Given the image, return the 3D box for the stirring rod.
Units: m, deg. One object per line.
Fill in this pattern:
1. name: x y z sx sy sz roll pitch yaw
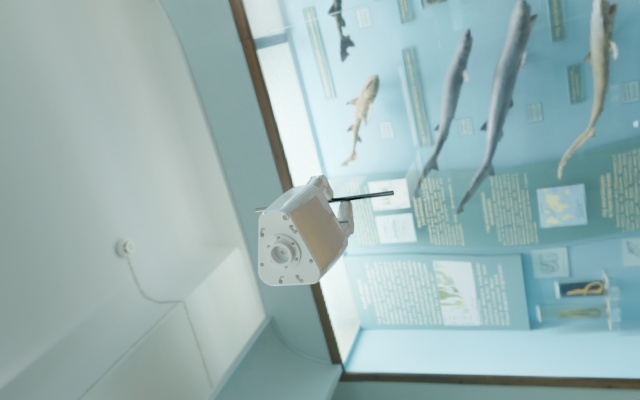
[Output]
1. stirring rod: 0.000 0.002 0.766 0.239 0.011 0.011 -7 -3 23
